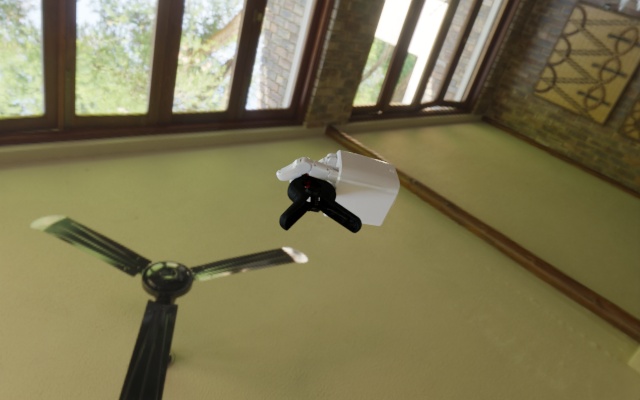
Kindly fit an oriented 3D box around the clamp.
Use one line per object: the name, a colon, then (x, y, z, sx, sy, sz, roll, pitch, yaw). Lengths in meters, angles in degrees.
clamp: (0.000, 0.003, 0.747, 0.120, 0.039, 0.171, 12, 29, -7)
